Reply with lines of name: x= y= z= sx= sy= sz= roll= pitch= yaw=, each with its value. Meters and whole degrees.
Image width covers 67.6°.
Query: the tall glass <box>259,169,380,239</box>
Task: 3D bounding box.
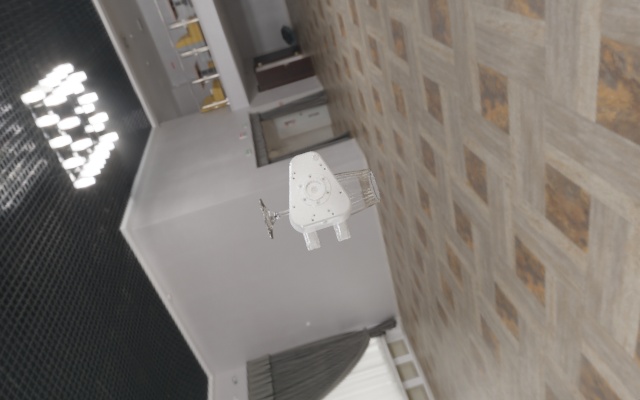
tall glass: x=-0.001 y=0.003 z=0.835 sx=0.201 sy=0.079 sz=0.079 roll=-17 pitch=0 yaw=-1
